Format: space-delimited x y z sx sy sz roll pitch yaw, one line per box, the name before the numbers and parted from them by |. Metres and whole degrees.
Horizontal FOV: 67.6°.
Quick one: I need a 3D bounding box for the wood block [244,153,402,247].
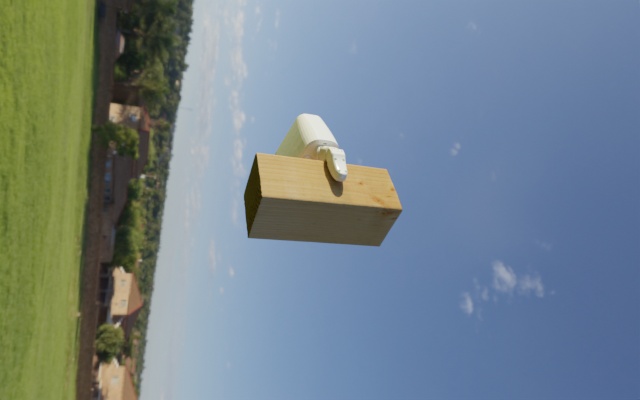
wood block | 0.000 0.002 0.701 0.206 0.090 0.091 5 -45 -20
